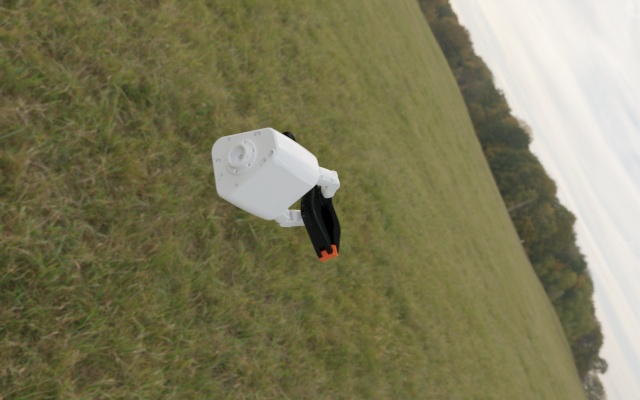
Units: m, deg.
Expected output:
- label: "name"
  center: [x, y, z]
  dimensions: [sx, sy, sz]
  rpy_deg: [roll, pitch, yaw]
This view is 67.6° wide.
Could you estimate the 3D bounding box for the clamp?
- label: "clamp"
  center: [0.001, 0.003, 0.789]
  dimensions: [0.036, 0.210, 0.164]
  rpy_deg: [-25, -27, 22]
